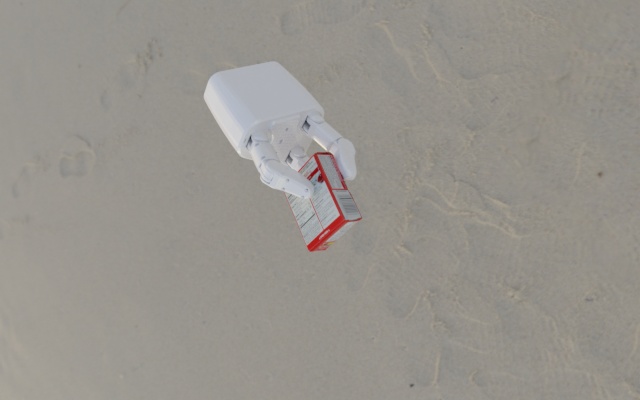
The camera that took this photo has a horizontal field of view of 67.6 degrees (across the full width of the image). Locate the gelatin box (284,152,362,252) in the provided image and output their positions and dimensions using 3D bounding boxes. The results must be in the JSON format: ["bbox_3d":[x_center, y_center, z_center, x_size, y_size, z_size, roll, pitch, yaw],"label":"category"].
[{"bbox_3d":[0.000,0.002,0.536,0.030,0.089,0.073,-3,-30,-40],"label":"gelatin box"}]
